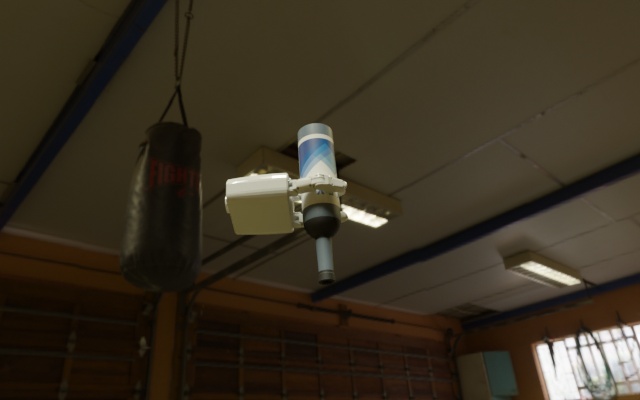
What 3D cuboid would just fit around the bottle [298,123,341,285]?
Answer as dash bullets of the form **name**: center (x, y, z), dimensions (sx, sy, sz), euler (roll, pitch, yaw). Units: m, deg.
- **bottle**: center (0.000, 0.003, 0.841), dimensions (0.069, 0.295, 0.069), euler (-4, -28, -2)
